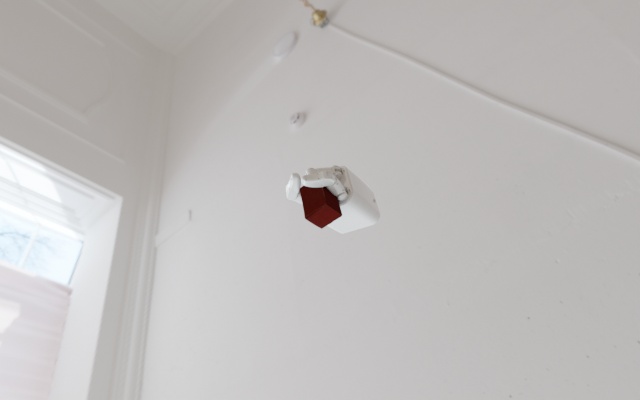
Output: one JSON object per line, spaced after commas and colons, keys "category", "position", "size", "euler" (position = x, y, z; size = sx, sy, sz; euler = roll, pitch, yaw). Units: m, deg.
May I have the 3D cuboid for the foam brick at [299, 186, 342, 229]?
{"category": "foam brick", "position": [0.000, 0.003, 0.894], "size": [0.053, 0.078, 0.051], "euler": [-33, -46, 22]}
